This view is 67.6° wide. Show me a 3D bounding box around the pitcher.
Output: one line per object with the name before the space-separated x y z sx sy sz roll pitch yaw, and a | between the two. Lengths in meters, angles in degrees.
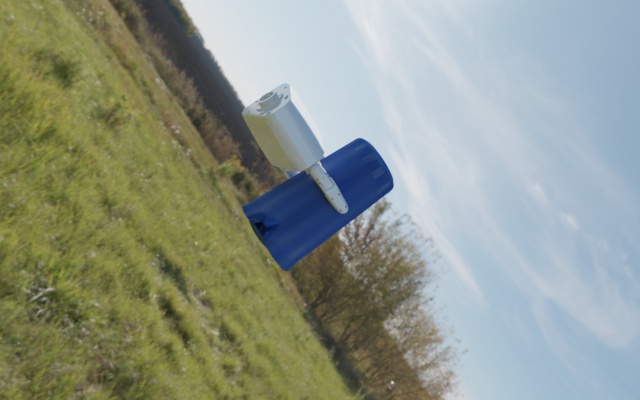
pitcher | 0.000 0.003 0.824 0.243 0.145 0.149 -34 31 -2
